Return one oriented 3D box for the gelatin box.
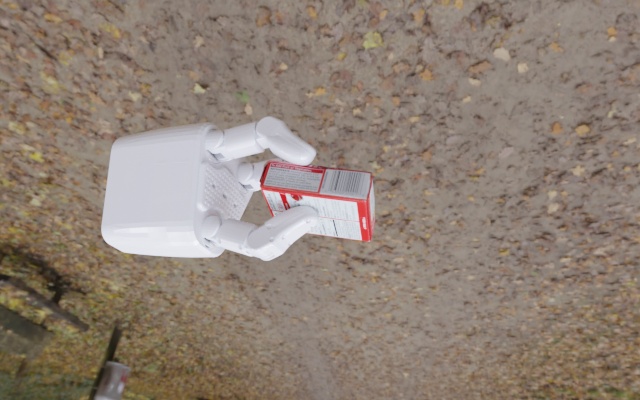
[{"bbox_3d":[0.000,0.002,0.402,0.089,0.030,0.073,7,-29,13],"label":"gelatin box"}]
